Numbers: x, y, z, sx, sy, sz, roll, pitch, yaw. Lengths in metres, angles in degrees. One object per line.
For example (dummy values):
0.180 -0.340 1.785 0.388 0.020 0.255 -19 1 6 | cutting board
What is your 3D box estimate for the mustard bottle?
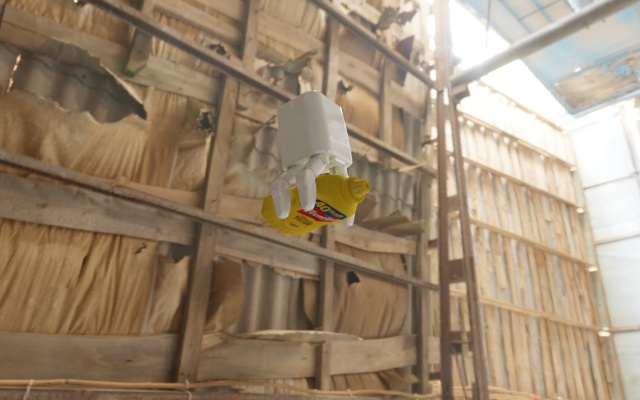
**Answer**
0.000 0.003 0.752 0.192 0.058 0.096 -21 -42 42 | mustard bottle
